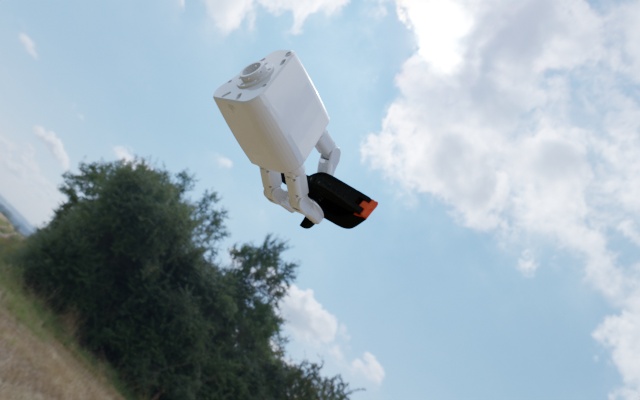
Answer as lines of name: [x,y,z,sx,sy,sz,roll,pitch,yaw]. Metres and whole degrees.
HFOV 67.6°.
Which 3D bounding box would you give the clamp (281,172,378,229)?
clamp: [0.001,0.002,0.672,0.210,0.036,0.165,18,-30,44]
